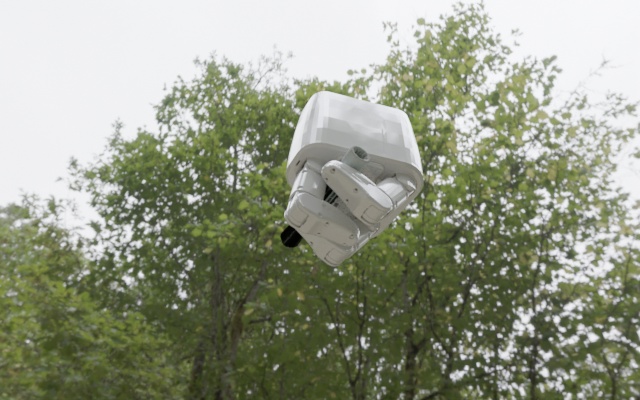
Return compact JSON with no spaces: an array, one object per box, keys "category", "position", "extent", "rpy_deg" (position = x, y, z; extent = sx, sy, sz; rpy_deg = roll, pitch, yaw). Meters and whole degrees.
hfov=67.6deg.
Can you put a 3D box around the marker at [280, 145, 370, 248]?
[{"category":"marker","position":[0.000,0.001,0.409],"extent":[0.020,0.020,0.121],"rpy_deg":[0,-39,-43]}]
